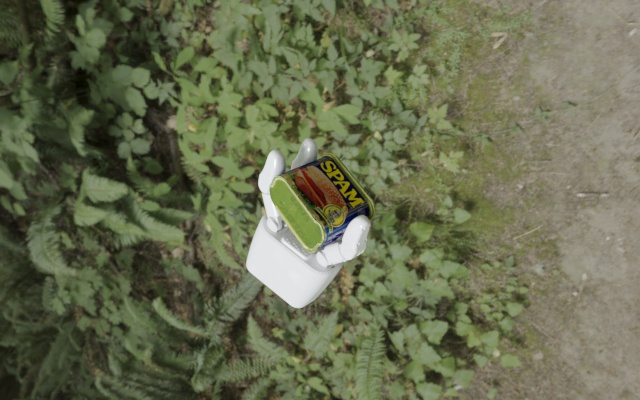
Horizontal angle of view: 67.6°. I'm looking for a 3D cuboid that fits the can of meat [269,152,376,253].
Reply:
[{"bbox_3d":[0.000,0.002,0.564,0.084,0.102,0.057,-25,-21,-36],"label":"can of meat"}]
